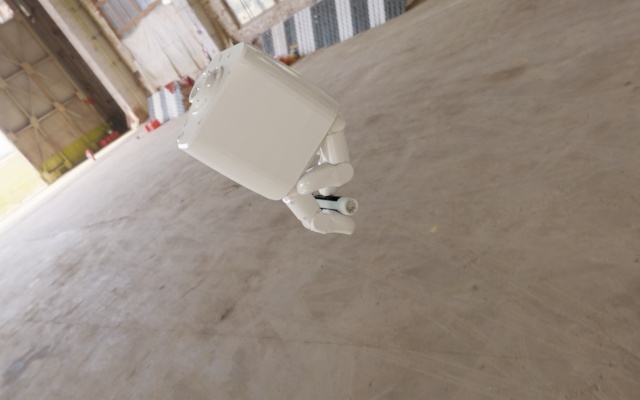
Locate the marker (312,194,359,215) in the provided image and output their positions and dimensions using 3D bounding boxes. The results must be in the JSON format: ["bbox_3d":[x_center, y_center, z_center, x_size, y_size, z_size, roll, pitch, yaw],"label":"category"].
[{"bbox_3d":[0.000,0.002,0.546,0.020,0.020,0.121,0,4,-33],"label":"marker"}]
